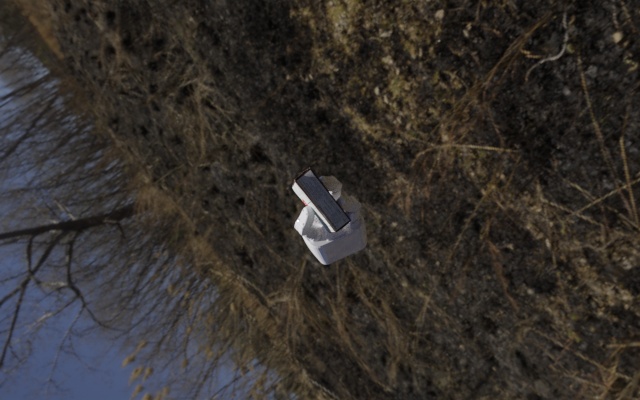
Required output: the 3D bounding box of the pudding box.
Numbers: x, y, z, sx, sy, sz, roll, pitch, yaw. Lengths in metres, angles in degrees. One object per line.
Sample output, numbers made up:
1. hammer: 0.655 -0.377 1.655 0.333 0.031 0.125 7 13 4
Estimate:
1. pudding box: 0.000 0.003 0.815 0.039 0.113 0.090 -40 1 -8
